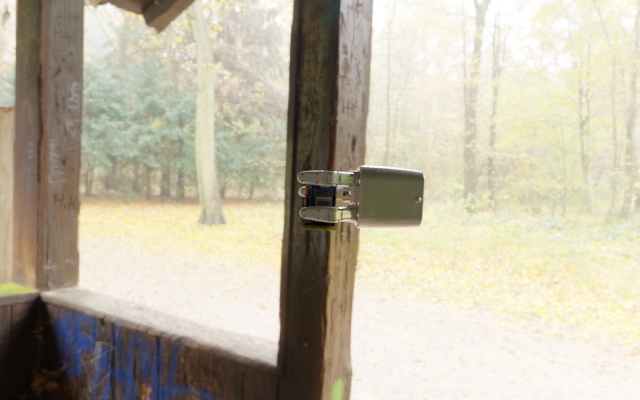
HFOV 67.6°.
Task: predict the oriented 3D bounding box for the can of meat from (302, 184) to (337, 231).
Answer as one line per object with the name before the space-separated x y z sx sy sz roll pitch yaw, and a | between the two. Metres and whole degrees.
can of meat | 0.000 0.002 0.794 0.057 0.084 0.102 3 3 -1
